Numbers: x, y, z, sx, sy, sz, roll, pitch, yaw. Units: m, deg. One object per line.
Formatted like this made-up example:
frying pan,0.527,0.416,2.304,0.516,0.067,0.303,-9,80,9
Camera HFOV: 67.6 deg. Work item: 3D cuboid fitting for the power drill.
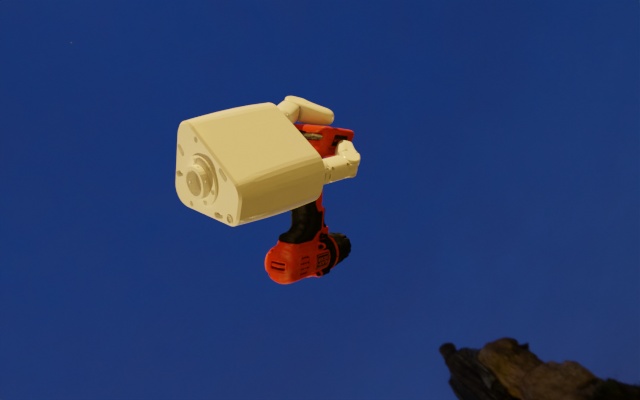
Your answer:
power drill,0.000,0.002,0.600,0.057,0.187,0.184,7,6,24
